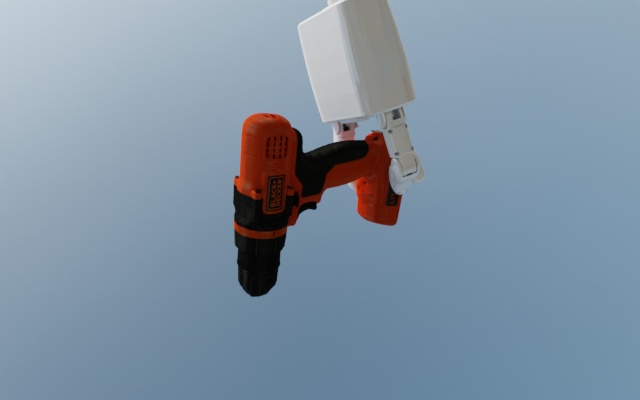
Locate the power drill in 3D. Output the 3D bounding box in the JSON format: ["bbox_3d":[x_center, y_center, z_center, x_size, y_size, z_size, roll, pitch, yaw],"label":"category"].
[{"bbox_3d":[0.000,0.001,0.493,0.187,0.184,0.057,-9,27,-35],"label":"power drill"}]
